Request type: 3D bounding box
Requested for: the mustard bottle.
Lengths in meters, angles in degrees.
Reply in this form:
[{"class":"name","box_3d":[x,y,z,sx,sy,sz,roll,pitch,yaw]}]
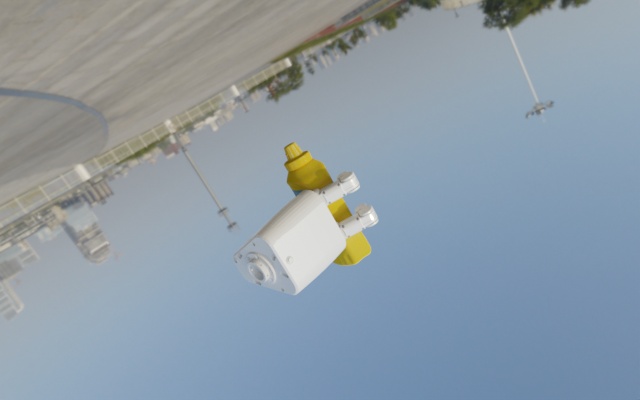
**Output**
[{"class":"mustard bottle","box_3d":[0.000,0.002,0.701,0.058,0.192,0.096,-34,15,-16]}]
